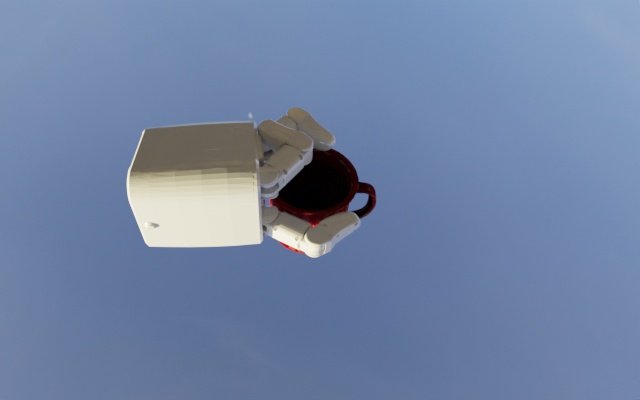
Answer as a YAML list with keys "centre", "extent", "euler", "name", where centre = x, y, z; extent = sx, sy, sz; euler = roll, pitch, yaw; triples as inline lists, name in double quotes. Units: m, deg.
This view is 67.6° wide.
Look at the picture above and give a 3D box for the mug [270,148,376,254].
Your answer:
- centre: [0.001, 0.002, 0.501]
  extent: [0.117, 0.093, 0.082]
  euler: [-2, -38, -8]
  name: "mug"
